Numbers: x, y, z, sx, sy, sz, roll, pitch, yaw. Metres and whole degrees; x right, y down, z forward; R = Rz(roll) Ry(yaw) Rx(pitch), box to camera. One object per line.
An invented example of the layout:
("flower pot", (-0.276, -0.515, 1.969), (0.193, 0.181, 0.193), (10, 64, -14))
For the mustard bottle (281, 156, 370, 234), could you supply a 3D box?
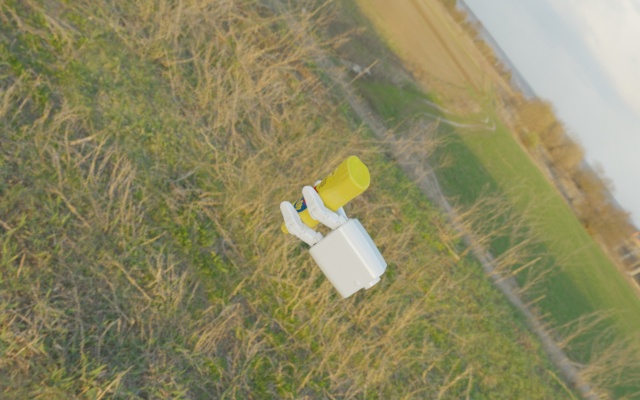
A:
("mustard bottle", (0.000, 0.002, 0.855), (0.192, 0.058, 0.096), (-38, 17, 26))
